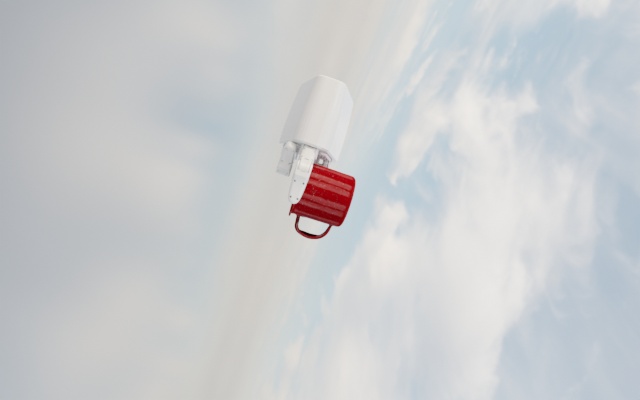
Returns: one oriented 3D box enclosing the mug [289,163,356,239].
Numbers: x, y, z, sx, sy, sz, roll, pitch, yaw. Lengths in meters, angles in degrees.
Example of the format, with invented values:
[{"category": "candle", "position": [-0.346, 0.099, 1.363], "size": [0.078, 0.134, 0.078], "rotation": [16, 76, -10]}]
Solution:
[{"category": "mug", "position": [0.000, 0.004, 0.726], "size": [0.081, 0.117, 0.093], "rotation": [18, -3, -4]}]
